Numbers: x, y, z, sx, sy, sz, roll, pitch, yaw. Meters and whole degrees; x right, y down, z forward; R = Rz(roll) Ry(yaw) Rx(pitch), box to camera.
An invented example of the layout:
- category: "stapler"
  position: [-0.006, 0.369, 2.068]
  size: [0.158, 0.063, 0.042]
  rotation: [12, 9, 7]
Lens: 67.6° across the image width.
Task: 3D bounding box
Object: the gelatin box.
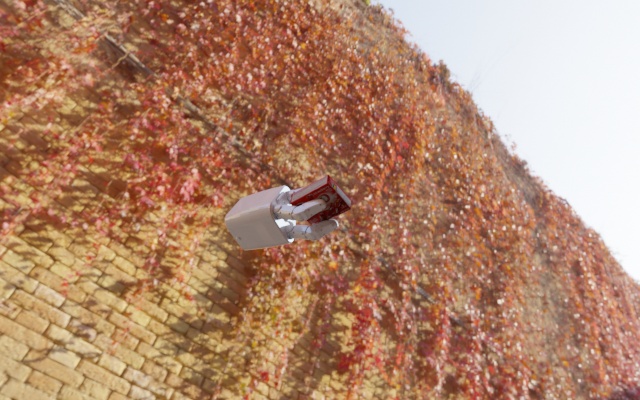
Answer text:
- category: "gelatin box"
  position: [0.000, 0.002, 0.874]
  size: [0.089, 0.030, 0.073]
  rotation: [-27, -57, 25]
